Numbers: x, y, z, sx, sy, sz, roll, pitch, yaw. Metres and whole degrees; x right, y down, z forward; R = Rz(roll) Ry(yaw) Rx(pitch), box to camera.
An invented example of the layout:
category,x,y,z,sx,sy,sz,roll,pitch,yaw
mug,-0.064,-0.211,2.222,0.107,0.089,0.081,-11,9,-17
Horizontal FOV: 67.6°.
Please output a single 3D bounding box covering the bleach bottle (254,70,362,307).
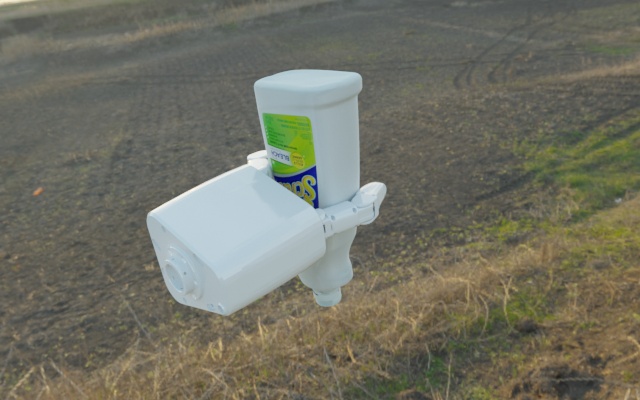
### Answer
category,x,y,z,sx,sy,sz,roll,pitch,yaw
bleach bottle,0.000,0.001,0.482,0.102,0.251,0.068,17,35,41
